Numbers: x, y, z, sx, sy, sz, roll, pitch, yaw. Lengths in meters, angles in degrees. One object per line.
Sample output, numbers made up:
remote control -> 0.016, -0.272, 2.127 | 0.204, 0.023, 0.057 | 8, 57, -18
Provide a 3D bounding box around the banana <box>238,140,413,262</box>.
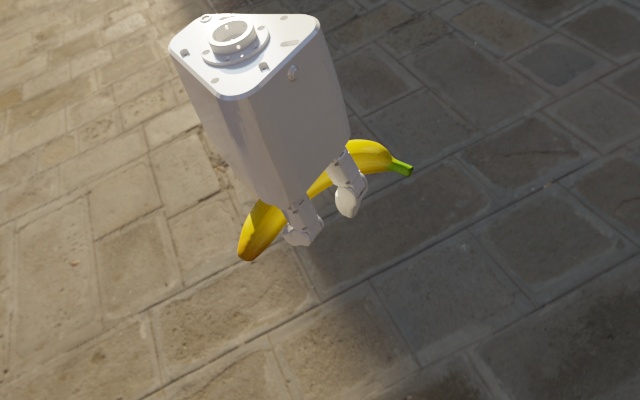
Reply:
banana -> -0.006, -0.012, 0.483 | 0.198, 0.069, 0.037 | -29, -36, -10
